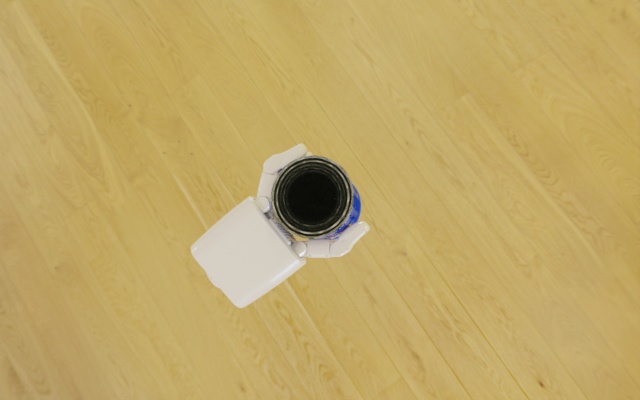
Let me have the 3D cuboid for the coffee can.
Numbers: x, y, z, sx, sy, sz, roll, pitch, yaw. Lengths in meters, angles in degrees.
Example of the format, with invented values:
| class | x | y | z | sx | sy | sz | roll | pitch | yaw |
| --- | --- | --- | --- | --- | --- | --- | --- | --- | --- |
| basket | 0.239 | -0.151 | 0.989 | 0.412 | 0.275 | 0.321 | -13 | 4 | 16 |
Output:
| class | x | y | z | sx | sy | sz | roll | pitch | yaw |
| --- | --- | --- | --- | --- | --- | --- | --- | --- | --- |
| coffee can | 0.000 | 0.002 | 0.647 | 0.103 | 0.103 | 0.140 | 0 | -6 | 9 |
